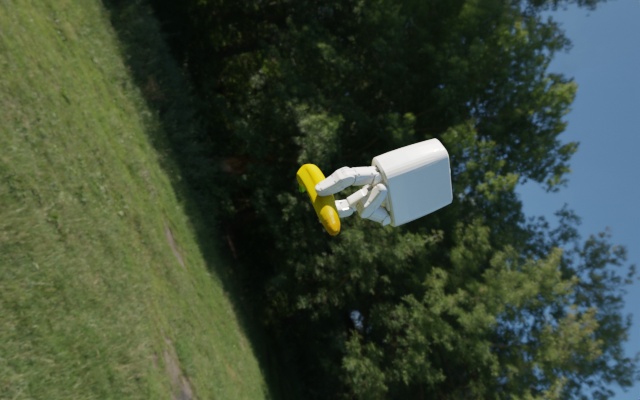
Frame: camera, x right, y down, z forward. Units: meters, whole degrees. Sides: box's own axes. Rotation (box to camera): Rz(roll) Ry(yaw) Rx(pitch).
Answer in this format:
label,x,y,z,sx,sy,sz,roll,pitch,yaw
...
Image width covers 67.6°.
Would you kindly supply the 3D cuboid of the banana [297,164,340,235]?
label,x,y,z,sx,sy,sz,roll,pitch,yaw
banana,-0.006,-0.015,0.763,0.037,0.070,0.197,-20,26,-7
